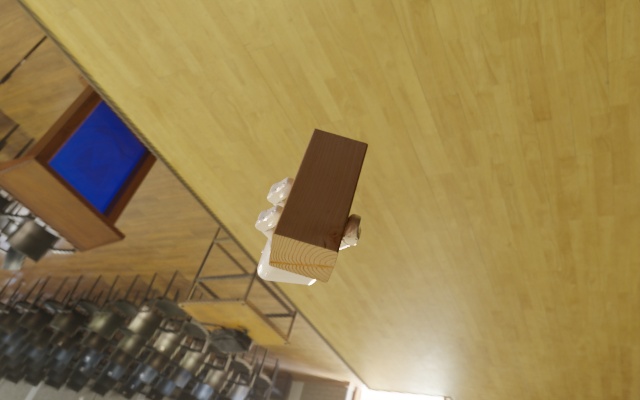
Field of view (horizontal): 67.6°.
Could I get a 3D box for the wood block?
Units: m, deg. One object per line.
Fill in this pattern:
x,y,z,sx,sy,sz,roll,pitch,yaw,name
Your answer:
0.000,0.003,0.708,0.091,0.206,0.090,17,-37,2,wood block
